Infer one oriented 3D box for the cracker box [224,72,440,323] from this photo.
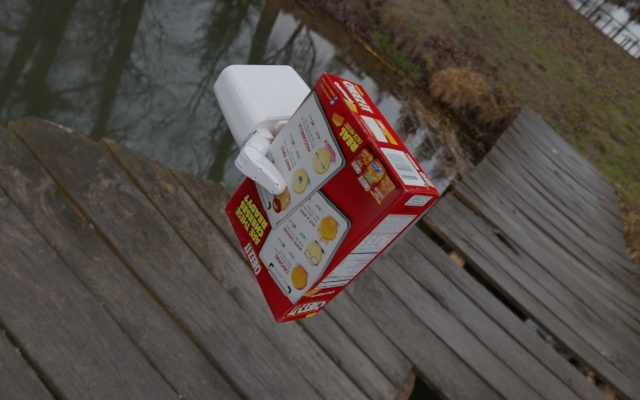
[{"bbox_3d":[0.000,0.002,0.512,0.072,0.164,0.214,4,-44,-45],"label":"cracker box"}]
